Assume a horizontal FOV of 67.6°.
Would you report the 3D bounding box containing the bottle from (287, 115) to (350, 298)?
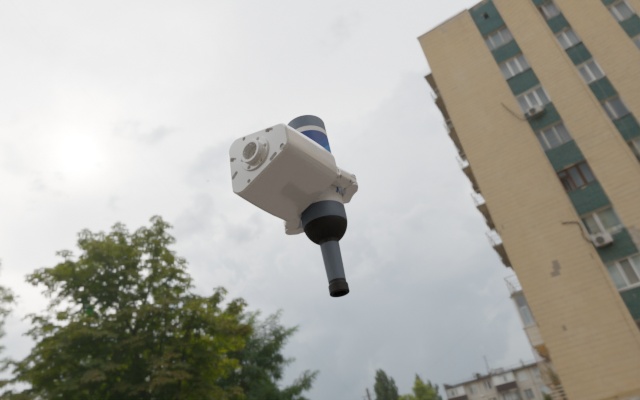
[{"bbox_3d":[0.000,0.002,0.715,0.069,0.295,0.069,-9,-32,-5],"label":"bottle"}]
